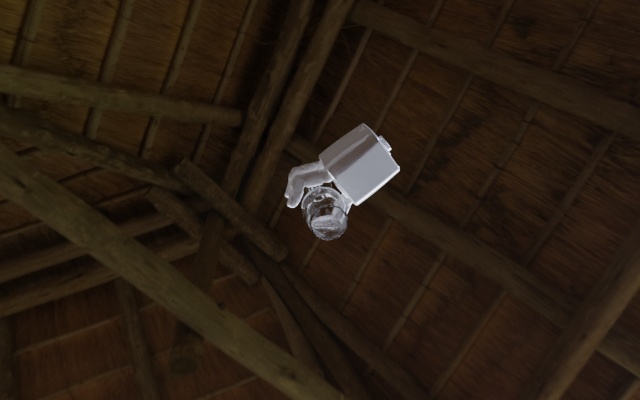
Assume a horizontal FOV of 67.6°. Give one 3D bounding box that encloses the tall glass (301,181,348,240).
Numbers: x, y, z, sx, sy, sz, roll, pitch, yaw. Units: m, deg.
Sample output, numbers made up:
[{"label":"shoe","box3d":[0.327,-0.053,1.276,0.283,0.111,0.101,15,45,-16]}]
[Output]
[{"label":"tall glass","box3d":[0.000,0.003,0.870,0.079,0.079,0.201,0,20,-9]}]
